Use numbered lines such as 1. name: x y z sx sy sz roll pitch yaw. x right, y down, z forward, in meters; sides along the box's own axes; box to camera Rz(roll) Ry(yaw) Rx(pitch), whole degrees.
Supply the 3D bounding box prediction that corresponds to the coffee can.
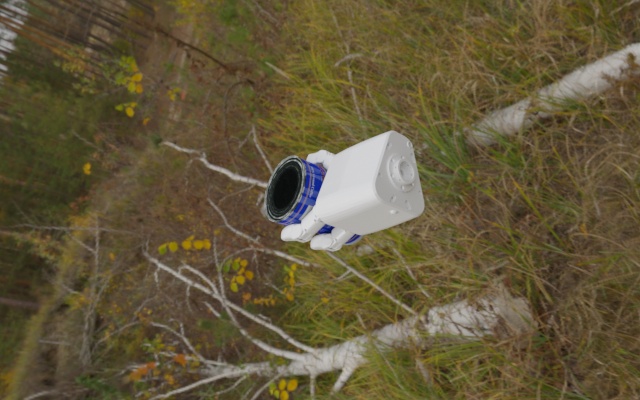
1. coffee can: 0.000 0.002 0.733 0.140 0.103 0.103 20 -12 -34
